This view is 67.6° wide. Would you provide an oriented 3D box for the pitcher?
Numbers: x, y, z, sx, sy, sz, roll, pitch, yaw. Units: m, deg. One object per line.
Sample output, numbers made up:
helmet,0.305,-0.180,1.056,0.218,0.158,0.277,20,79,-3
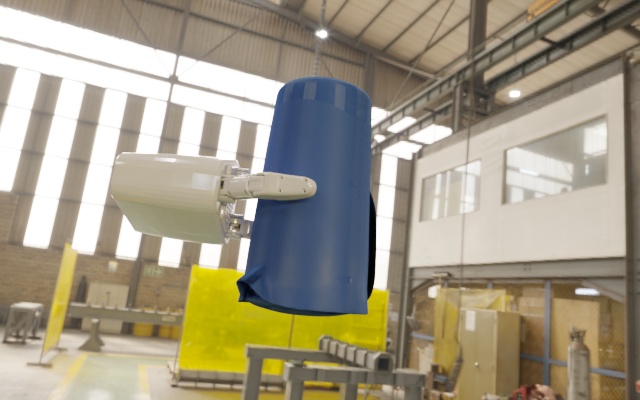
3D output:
pitcher,0.000,0.002,0.519,0.145,0.242,0.149,6,-12,1
